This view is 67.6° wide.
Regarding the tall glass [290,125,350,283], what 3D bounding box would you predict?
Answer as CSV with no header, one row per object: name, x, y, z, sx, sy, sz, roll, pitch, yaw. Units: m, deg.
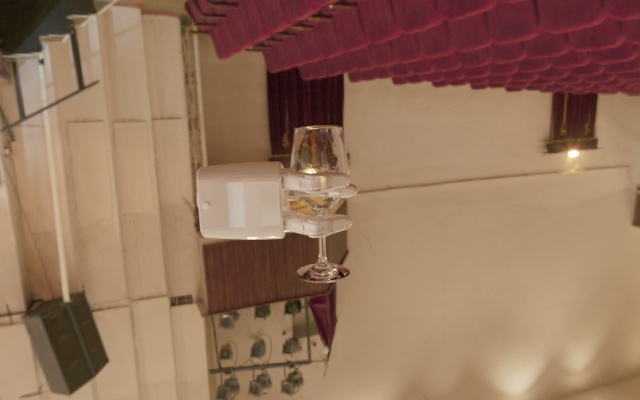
tall glass,0.000,0.003,0.635,0.079,0.201,0.079,-1,11,0
